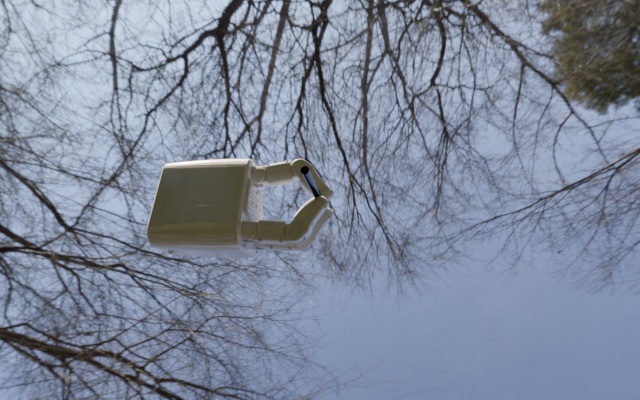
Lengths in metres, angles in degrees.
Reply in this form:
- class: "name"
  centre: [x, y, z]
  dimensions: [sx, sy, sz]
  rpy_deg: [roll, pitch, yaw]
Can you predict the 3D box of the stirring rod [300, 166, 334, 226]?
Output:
- class: "stirring rod"
  centre: [0.000, 0.002, 0.546]
  dimensions: [0.011, 0.011, 0.239]
  rpy_deg: [0, -14, 7]
